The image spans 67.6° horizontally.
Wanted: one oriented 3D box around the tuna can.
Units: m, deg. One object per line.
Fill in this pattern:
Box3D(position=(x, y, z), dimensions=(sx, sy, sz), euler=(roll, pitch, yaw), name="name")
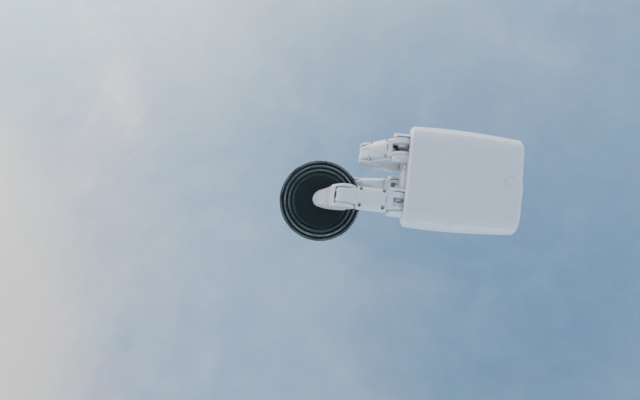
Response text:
Box3D(position=(0.000, 0.002, 0.521), dimensions=(0.086, 0.086, 0.034), euler=(0, -6, 3), name="tuna can")
